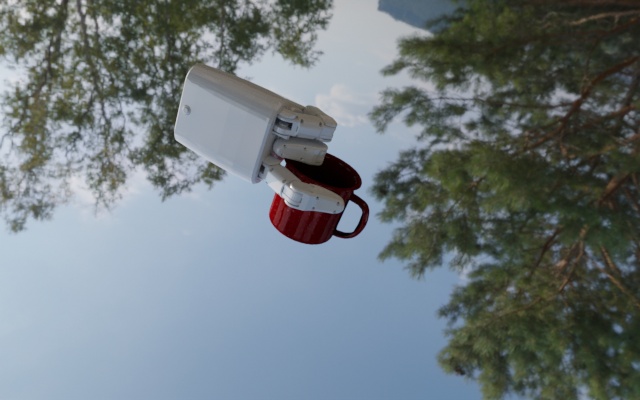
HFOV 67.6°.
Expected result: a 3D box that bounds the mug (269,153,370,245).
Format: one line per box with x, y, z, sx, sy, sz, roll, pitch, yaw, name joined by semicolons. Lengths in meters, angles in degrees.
0.001;0.003;0.547;0.117;0.081;0.093;28;27;10;mug
